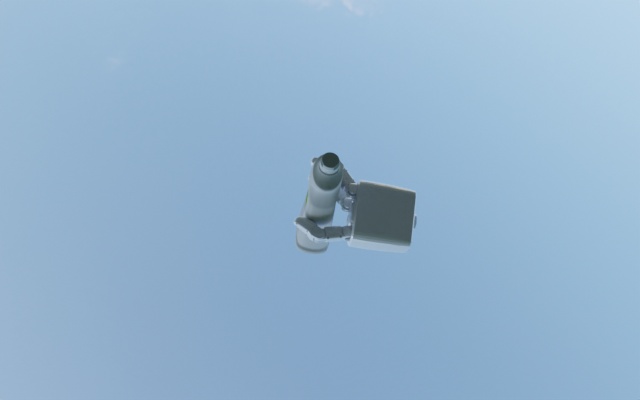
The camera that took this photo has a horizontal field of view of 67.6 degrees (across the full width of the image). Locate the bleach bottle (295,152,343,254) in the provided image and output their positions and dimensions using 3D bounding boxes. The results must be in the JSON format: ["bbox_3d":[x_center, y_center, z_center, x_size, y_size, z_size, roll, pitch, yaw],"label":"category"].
[{"bbox_3d":[0.000,0.003,0.843,0.068,0.102,0.251,8,-28,-3],"label":"bleach bottle"}]
